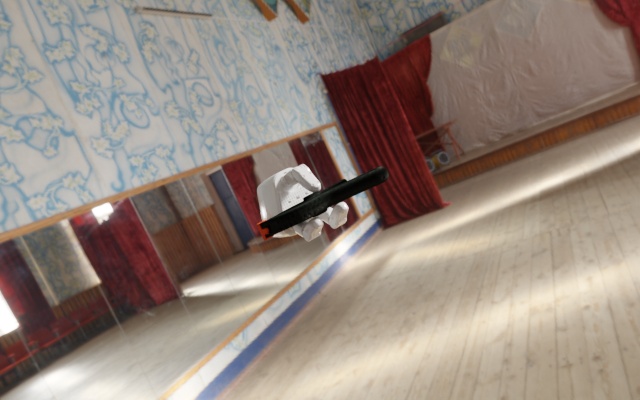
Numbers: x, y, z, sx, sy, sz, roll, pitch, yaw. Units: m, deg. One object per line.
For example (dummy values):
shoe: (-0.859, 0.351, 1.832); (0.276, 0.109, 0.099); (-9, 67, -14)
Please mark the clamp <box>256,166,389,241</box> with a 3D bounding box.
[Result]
clamp: (-0.001, 0.002, 0.757); (0.210, 0.036, 0.164); (-28, 3, -26)
